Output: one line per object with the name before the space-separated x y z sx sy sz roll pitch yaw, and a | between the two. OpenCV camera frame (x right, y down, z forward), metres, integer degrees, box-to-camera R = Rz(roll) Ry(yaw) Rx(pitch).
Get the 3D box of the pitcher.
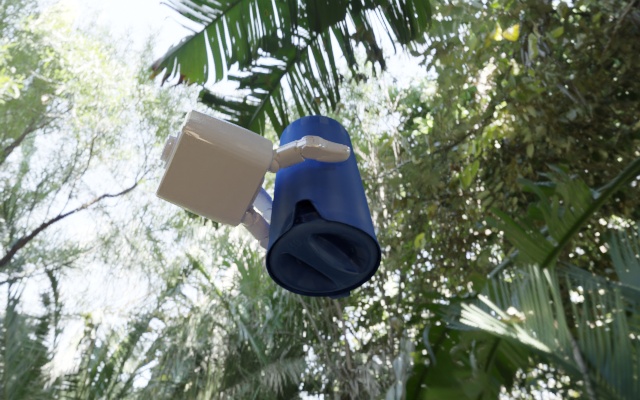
pitcher | 0.000 0.002 0.636 0.145 0.242 0.149 20 -52 -20
